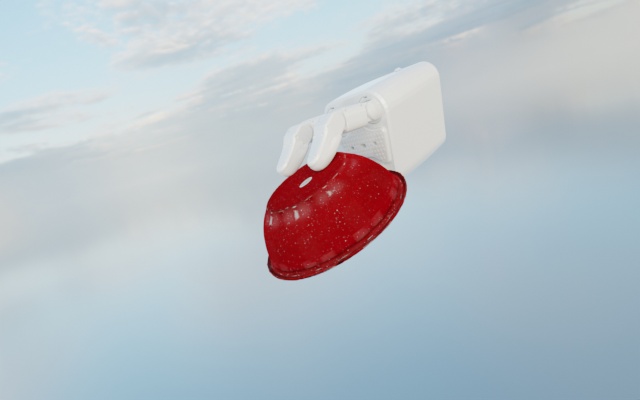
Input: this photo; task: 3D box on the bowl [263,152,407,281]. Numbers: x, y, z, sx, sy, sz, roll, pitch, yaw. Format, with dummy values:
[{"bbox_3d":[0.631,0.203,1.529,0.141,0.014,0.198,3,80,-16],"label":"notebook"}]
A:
[{"bbox_3d":[-0.001,0.002,0.463,0.162,0.055,0.162,-31,22,14],"label":"bowl"}]
